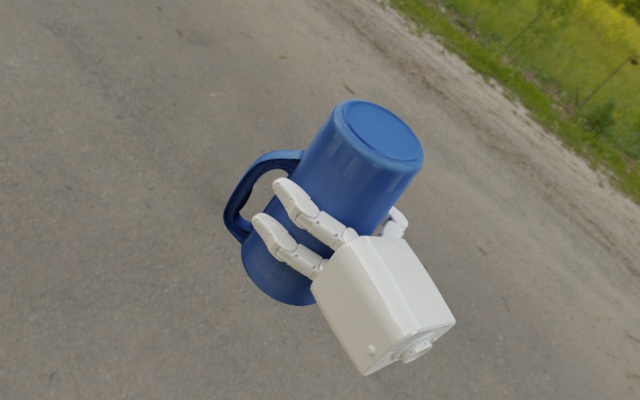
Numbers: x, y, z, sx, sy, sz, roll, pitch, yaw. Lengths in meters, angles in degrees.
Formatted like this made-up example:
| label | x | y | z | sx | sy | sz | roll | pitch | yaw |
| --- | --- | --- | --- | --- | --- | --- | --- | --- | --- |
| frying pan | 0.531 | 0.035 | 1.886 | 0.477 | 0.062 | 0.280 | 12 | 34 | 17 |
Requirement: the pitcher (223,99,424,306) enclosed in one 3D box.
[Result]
| label | x | y | z | sx | sy | sz | roll | pitch | yaw |
| --- | --- | --- | --- | --- | --- | --- | --- | --- | --- |
| pitcher | 0.000 | 0.002 | 0.554 | 0.149 | 0.145 | 0.243 | -6 | -37 | -39 |
